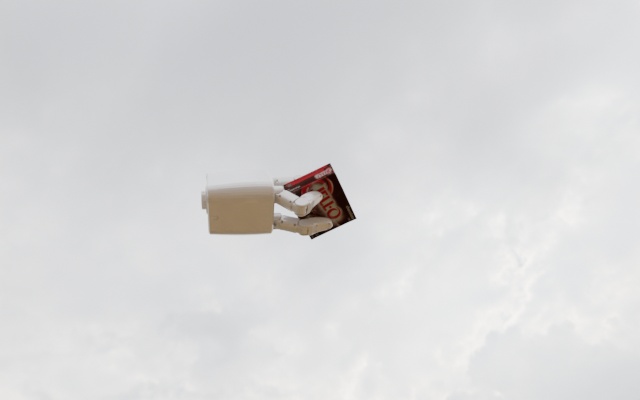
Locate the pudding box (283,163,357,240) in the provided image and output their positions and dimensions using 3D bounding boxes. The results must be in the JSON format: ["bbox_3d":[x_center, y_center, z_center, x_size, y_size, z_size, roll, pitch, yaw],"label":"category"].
[{"bbox_3d":[0.000,0.003,0.817,0.090,0.114,0.039,-25,39,4],"label":"pudding box"}]
